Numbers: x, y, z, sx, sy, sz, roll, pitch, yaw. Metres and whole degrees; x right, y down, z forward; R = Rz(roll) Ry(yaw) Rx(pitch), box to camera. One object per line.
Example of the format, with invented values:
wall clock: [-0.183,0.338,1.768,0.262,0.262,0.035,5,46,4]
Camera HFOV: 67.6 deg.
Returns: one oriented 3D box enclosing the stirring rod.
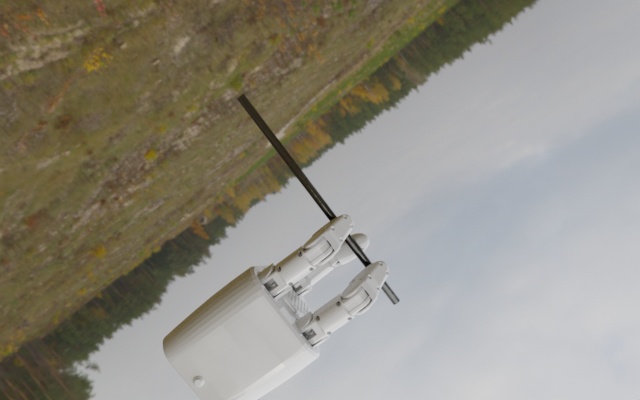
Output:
stirring rod: [0.000,0.001,0.444,0.011,0.239,0.011,-37,6,4]
